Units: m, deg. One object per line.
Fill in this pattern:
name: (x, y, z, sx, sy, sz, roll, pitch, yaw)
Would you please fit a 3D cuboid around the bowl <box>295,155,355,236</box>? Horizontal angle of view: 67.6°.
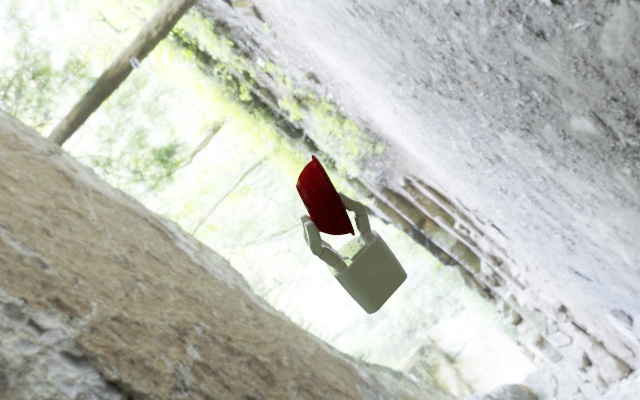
bowl: (-0.001, 0.002, 0.840, 0.055, 0.162, 0.162, -27, 2, -4)
